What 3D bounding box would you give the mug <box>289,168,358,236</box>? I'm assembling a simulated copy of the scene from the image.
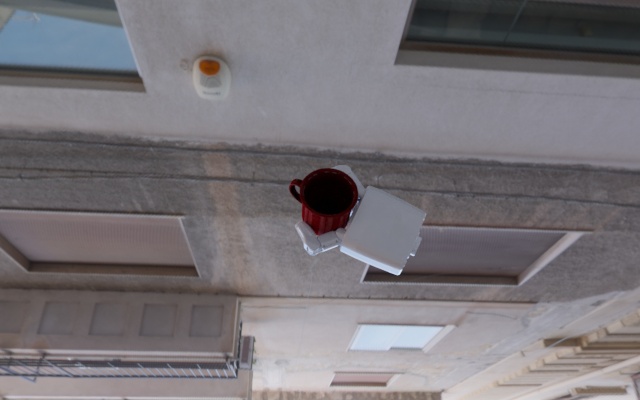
[{"bbox_3d":[-0.001,0.002,0.786,0.117,0.093,0.081,24,-30,10],"label":"mug"}]
